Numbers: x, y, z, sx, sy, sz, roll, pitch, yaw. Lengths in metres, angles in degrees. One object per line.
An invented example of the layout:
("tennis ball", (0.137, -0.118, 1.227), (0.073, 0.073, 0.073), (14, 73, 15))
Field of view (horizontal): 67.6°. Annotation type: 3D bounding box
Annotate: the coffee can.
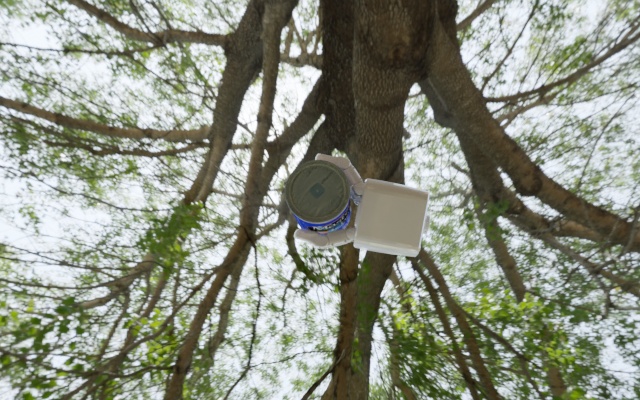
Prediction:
("coffee can", (0.000, 0.003, 0.808), (0.103, 0.102, 0.140), (0, -15, 4))
